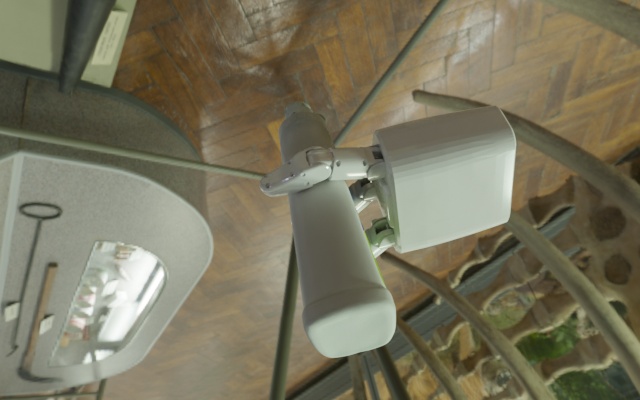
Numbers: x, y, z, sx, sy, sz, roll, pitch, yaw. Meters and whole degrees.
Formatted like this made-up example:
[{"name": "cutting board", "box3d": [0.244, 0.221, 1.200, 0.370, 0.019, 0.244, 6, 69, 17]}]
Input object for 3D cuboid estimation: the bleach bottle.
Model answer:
[{"name": "bleach bottle", "box3d": [0.000, 0.001, 0.426, 0.068, 0.250, 0.103, -14, -34, 0]}]
